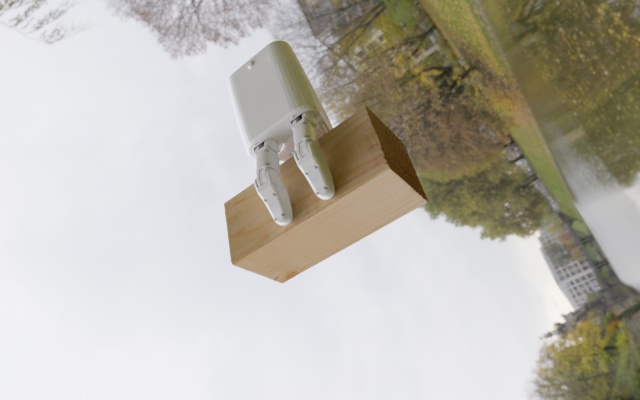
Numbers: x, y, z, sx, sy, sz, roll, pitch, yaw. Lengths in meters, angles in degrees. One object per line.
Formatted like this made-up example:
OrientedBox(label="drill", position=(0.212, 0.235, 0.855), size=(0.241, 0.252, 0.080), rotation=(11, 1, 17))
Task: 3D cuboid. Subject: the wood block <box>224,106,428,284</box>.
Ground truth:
OrientedBox(label="wood block", position=(0.000, 0.002, 0.538), size=(0.206, 0.090, 0.091), rotation=(-32, -37, 23))
